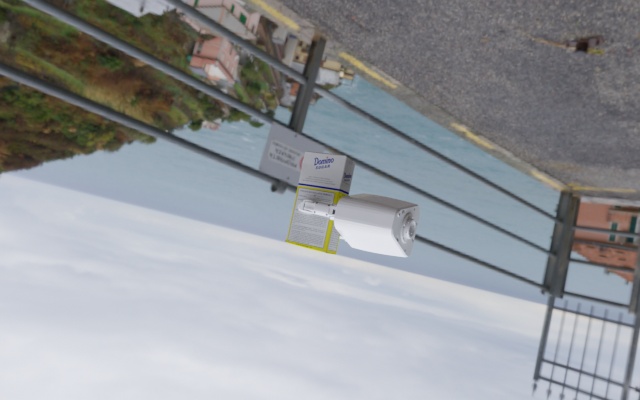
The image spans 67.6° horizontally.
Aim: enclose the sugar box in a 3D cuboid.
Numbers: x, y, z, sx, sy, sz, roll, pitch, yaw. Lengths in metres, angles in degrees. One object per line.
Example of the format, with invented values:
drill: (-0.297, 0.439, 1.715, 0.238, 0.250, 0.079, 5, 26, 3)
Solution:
sugar box: (0.001, 0.003, 0.872, 0.093, 0.176, 0.048, 11, -7, 31)
